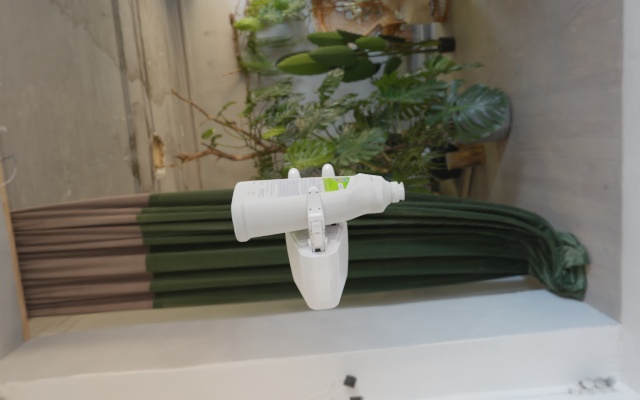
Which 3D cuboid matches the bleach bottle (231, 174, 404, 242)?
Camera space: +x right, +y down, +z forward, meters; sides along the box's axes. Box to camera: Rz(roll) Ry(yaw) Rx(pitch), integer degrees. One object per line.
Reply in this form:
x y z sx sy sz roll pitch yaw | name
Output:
0.000 0.002 0.712 0.251 0.068 0.102 -6 28 -1 | bleach bottle
